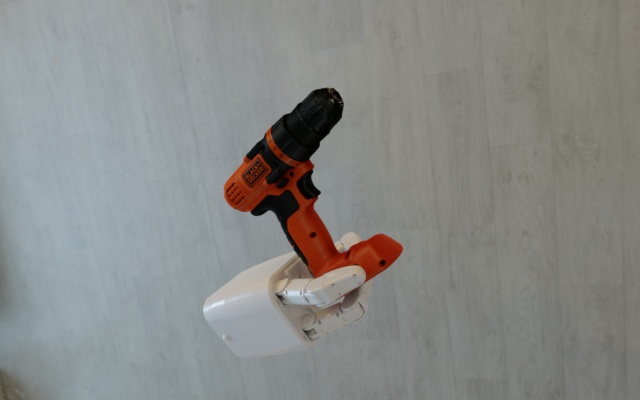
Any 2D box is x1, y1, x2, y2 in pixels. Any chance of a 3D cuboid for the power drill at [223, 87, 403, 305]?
[{"bbox_3d":[0.000,0.002,0.503,0.184,0.187,0.057,-41,-7,35],"label":"power drill"}]
